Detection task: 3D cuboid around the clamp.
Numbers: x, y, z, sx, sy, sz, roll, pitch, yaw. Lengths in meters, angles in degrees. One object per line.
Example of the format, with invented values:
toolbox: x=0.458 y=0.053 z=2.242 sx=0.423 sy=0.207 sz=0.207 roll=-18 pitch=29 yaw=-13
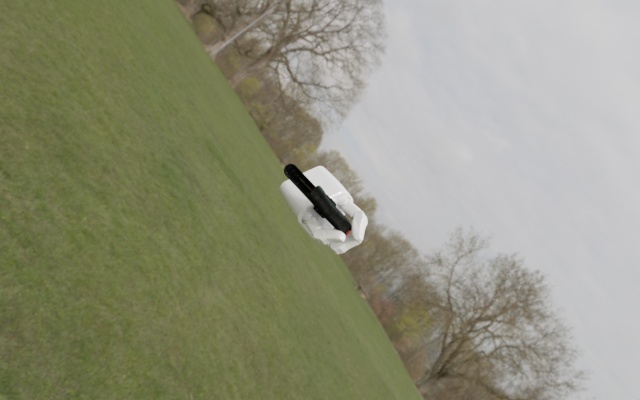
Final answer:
clamp: x=0.001 y=0.003 z=0.848 sx=0.120 sy=0.039 sz=0.172 roll=51 pitch=-1 yaw=44
